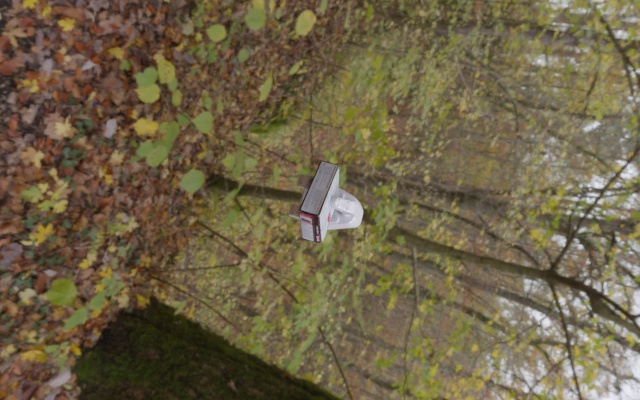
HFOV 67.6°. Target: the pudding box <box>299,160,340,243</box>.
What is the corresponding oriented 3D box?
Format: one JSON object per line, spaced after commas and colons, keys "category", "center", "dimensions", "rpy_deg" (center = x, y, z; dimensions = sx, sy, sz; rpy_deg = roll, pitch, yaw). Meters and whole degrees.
{"category": "pudding box", "center": [0.000, 0.003, 0.816], "dimensions": [0.039, 0.113, 0.090], "rpy_deg": [12, -34, 12]}
